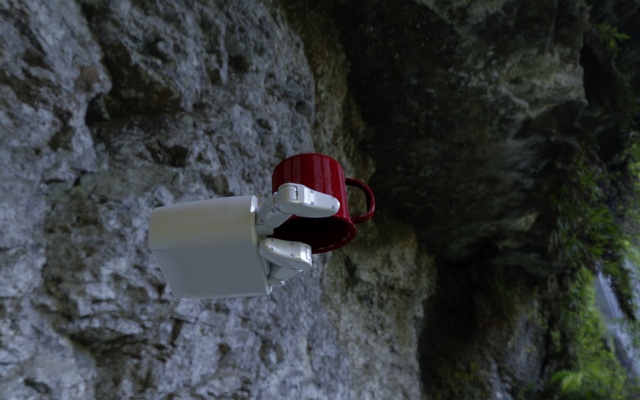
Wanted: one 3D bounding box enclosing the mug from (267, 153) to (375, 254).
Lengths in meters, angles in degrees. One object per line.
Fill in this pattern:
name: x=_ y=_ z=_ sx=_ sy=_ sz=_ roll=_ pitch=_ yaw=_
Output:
mug: x=0.002 y=0.001 z=0.520 sx=0.117 sy=0.081 sz=0.093 roll=-5 pitch=-31 yaw=1
